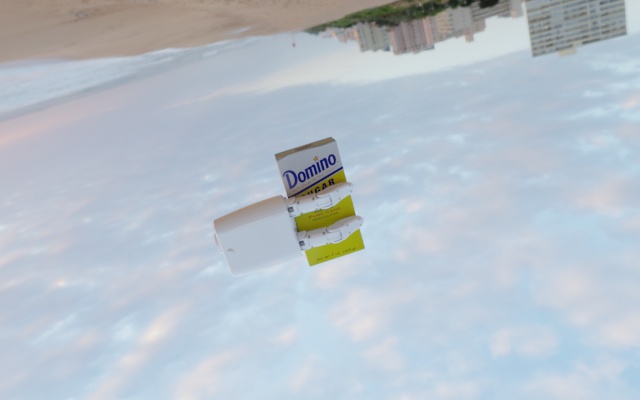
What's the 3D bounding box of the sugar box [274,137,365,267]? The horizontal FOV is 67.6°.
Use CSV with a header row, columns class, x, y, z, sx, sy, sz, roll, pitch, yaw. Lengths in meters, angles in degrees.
class,x,y,z,sx,sy,sz,roll,pitch,yaw
sugar box,0.000,0.003,0.719,0.093,0.176,0.048,-18,19,-4
